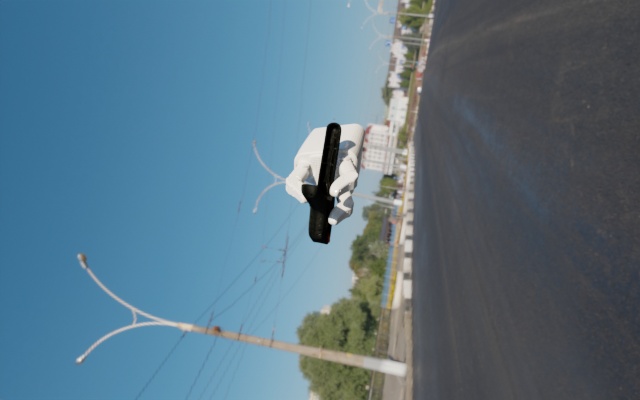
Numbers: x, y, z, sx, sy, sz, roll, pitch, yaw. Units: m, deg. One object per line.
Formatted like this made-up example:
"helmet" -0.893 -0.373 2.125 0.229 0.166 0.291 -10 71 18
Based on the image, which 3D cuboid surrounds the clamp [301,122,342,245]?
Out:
"clamp" -0.001 0.003 0.765 0.036 0.210 0.164 11 38 11
